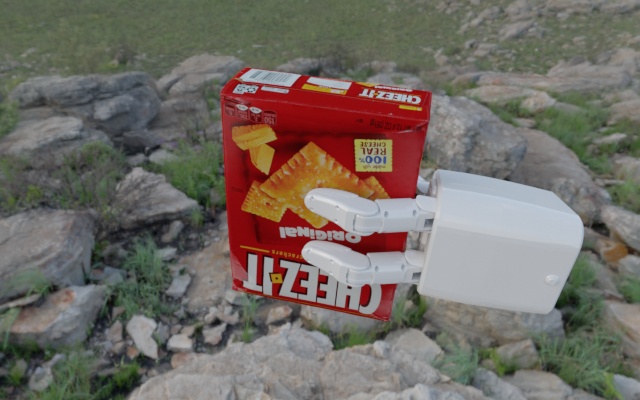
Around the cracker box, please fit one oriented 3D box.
[{"bbox_3d":[0.000,0.001,0.433,0.164,0.214,0.072,10,34,9],"label":"cracker box"}]
